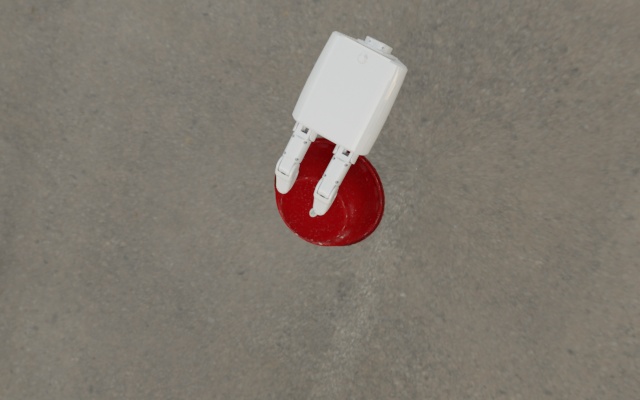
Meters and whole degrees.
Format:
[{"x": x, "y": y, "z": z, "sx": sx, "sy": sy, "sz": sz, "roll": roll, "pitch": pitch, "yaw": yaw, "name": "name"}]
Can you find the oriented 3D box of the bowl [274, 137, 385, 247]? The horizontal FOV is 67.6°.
[{"x": 0.000, "y": 0.003, "z": 0.630, "sx": 0.162, "sy": 0.162, "sz": 0.055, "roll": 0, "pitch": 25, "yaw": 24, "name": "bowl"}]
